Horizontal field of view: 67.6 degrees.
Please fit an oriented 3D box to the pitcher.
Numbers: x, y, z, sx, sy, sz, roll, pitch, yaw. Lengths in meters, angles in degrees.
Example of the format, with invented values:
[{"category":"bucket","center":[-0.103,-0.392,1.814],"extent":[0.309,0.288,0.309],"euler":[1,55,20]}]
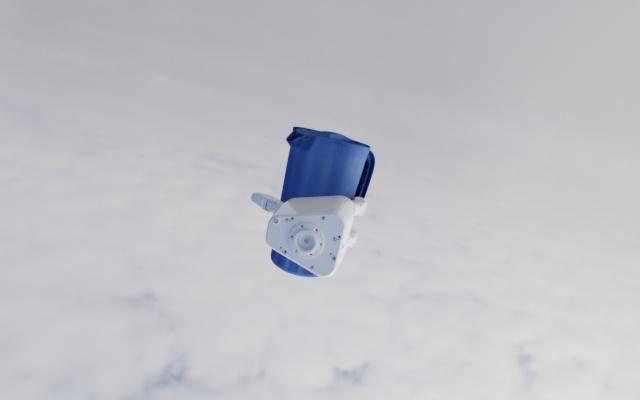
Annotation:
[{"category":"pitcher","center":[0.000,0.003,0.822],"extent":[0.149,0.243,0.145],"euler":[15,12,4]}]
